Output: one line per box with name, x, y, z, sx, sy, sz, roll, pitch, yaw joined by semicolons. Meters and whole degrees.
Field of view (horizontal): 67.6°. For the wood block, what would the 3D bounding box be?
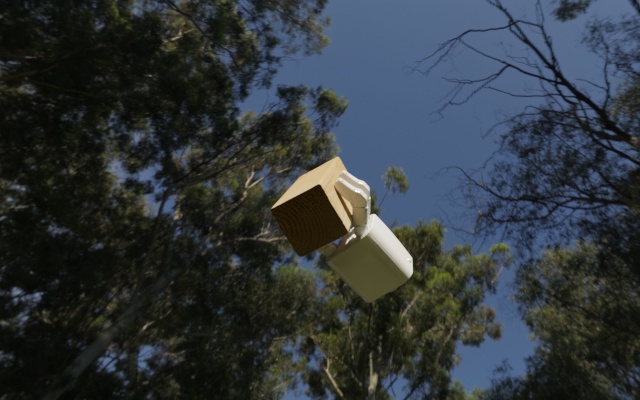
wood block;0.000;0.003;0.806;0.091;0.090;0.206;-28;9;16
